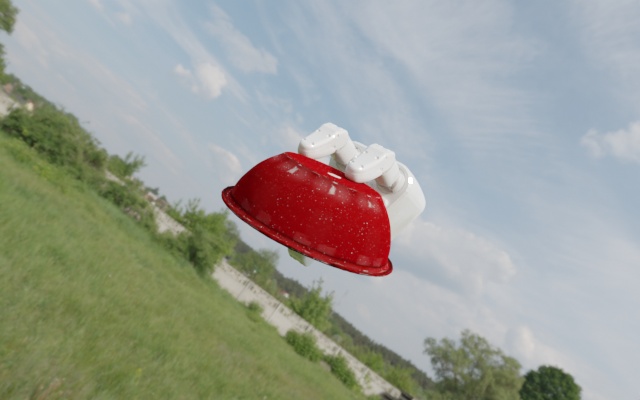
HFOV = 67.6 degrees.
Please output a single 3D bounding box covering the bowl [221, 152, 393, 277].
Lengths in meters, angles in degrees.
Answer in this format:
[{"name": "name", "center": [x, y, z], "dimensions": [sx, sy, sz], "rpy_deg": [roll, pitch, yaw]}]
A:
[{"name": "bowl", "center": [0.000, 0.001, 0.410], "dimensions": [0.162, 0.055, 0.162], "rpy_deg": [24, 10, -5]}]
